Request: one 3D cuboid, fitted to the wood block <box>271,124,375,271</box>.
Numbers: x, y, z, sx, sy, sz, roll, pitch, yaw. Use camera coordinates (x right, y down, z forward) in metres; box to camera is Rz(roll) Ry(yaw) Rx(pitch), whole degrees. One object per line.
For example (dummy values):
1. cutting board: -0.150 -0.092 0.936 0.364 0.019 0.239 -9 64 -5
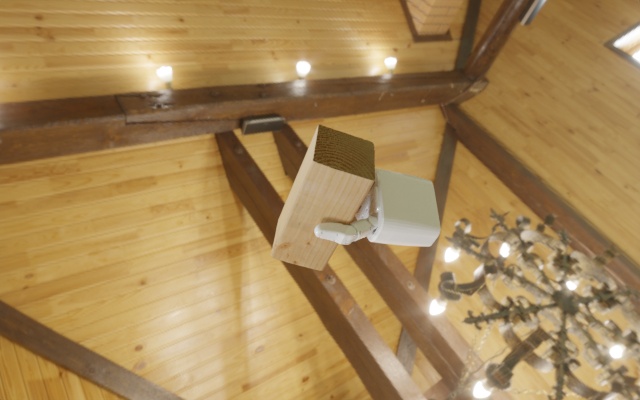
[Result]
1. wood block: 0.000 0.003 0.722 0.090 0.206 0.090 17 41 -10
